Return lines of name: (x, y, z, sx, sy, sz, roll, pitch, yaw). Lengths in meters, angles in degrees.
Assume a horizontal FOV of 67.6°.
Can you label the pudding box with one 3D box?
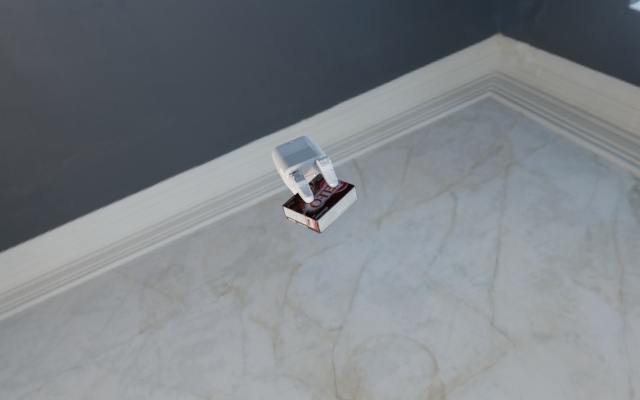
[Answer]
pudding box: (0.000, 0.003, 0.883, 0.090, 0.039, 0.113, 21, 53, 38)
